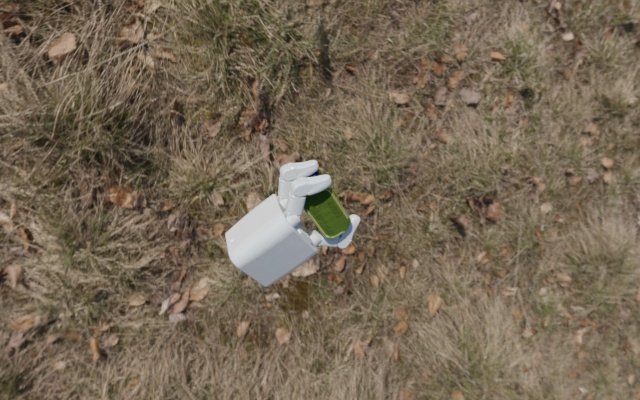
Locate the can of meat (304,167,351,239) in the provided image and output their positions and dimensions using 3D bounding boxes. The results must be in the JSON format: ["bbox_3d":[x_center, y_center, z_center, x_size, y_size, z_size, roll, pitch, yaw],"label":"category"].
[{"bbox_3d":[0.000,0.003,0.771,0.057,0.102,0.084,-34,31,3],"label":"can of meat"}]
